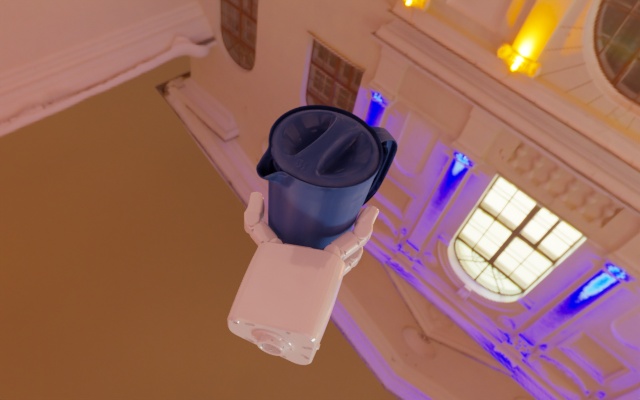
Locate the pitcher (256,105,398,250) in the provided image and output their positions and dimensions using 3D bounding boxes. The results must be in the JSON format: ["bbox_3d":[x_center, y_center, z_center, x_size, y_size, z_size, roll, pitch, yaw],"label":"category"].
[{"bbox_3d":[0.000,0.002,0.637,0.149,0.145,0.243,18,-38,4],"label":"pitcher"}]
